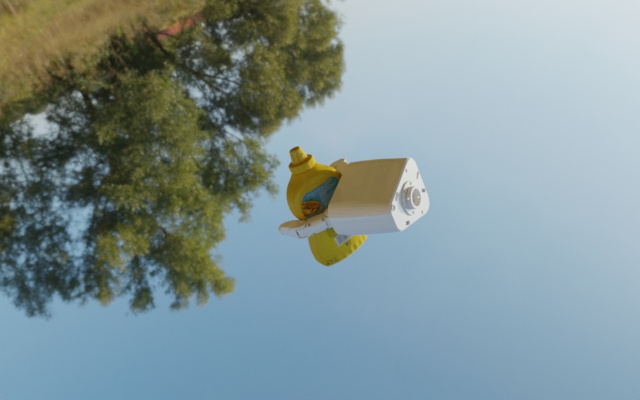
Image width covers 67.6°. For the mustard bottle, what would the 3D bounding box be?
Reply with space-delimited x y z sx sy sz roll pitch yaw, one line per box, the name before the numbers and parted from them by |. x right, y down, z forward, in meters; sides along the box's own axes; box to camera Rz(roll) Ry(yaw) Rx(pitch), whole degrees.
mustard bottle | 0.000 0.003 0.745 0.096 0.192 0.058 -35 25 -19
